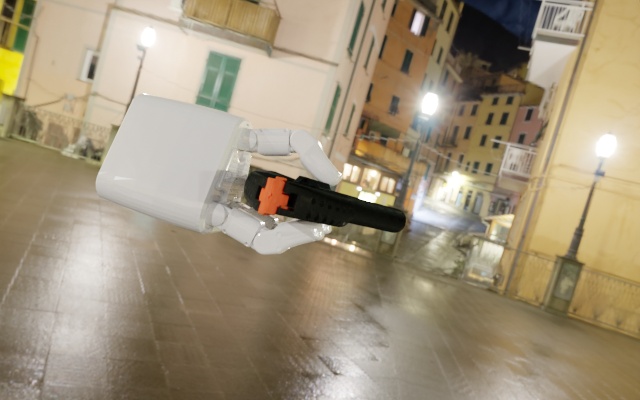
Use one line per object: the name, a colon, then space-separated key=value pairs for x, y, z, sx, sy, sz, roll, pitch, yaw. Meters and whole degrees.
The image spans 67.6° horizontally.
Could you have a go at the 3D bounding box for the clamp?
clamp: x=0.000 y=0.001 z=0.429 sx=0.164 sy=0.036 sz=0.210 roll=16 pitch=3 yaw=7
